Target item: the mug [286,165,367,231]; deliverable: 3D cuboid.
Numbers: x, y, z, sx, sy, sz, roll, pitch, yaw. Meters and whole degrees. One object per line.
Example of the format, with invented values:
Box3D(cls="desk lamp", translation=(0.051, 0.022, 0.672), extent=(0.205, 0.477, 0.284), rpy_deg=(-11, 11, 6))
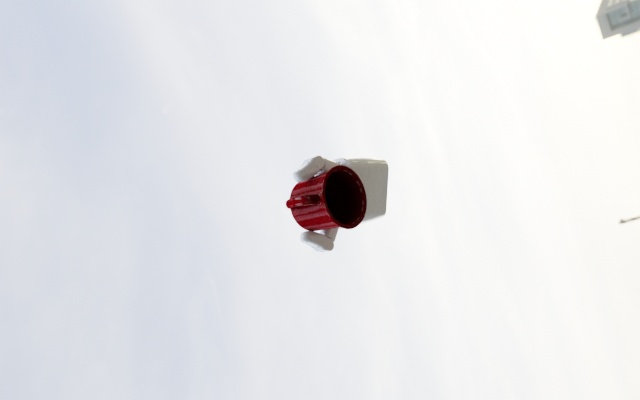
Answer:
Box3D(cls="mug", translation=(-0.001, 0.003, 0.700), extent=(0.117, 0.093, 0.081), rpy_deg=(-6, -5, -45))
